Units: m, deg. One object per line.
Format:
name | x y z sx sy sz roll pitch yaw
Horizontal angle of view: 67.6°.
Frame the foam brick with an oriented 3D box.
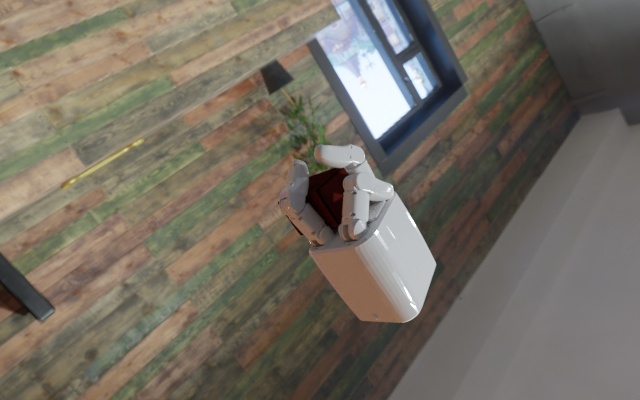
foam brick | 0.000 0.002 0.545 0.078 0.051 0.053 -15 24 52
